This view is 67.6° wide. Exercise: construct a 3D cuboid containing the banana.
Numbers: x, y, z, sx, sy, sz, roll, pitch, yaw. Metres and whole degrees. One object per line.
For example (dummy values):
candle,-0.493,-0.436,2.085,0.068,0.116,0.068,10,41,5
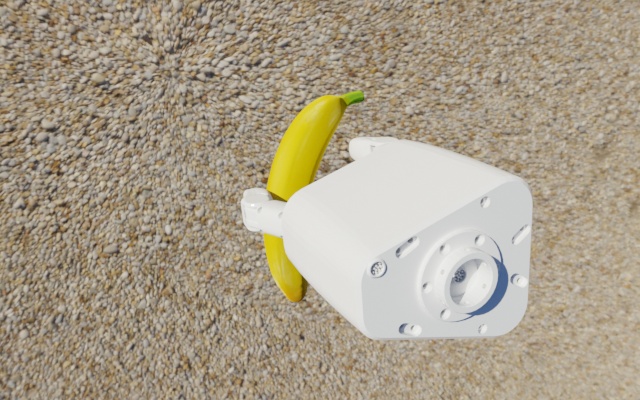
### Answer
banana,-0.015,-0.006,0.406,0.069,0.198,0.037,14,7,-30
